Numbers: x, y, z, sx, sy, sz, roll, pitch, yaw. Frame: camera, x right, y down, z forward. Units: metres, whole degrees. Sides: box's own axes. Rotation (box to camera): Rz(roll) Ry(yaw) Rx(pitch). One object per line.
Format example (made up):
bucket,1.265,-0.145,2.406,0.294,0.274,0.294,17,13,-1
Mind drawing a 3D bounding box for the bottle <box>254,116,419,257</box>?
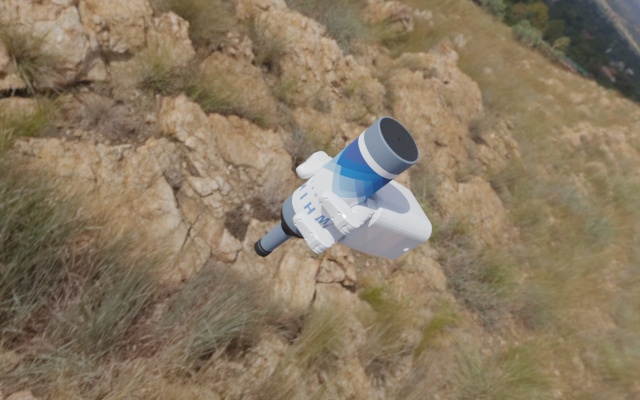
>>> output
bottle,0.000,0.002,0.640,0.069,0.069,0.296,0,-30,-45
